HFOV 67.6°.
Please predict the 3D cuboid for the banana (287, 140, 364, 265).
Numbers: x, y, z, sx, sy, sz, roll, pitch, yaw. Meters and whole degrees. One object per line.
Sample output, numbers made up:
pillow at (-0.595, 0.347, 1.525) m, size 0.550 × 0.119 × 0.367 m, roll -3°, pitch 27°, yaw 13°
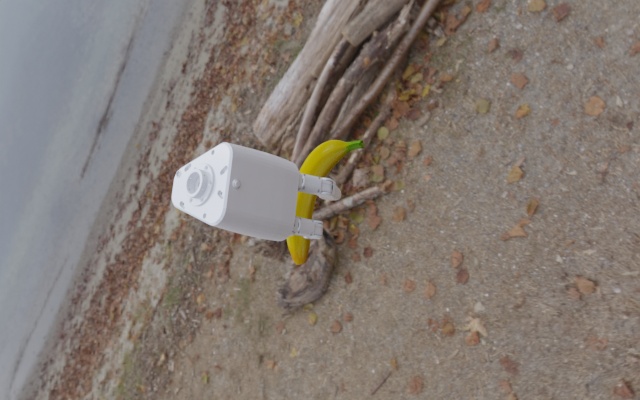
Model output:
banana at (-0.012, -0.008, 0.682) m, size 0.069 × 0.198 × 0.037 m, roll 29°, pitch 7°, yaw 36°
